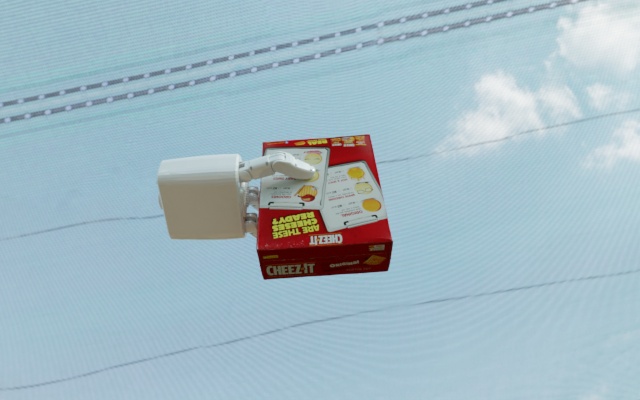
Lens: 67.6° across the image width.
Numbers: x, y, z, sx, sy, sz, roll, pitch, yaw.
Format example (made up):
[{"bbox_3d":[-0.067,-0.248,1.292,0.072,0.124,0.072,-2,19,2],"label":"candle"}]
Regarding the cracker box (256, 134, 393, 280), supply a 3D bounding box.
[{"bbox_3d":[0.000,0.002,0.657,0.164,0.072,0.213,-4,45,0],"label":"cracker box"}]
